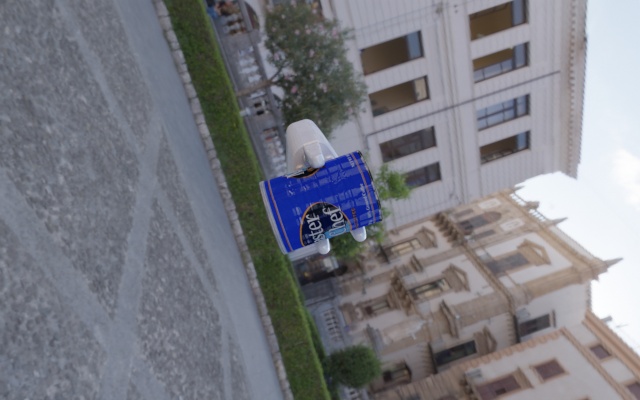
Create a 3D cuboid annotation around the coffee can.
[{"bbox_3d":[0.000,0.002,0.643,0.140,0.103,0.103,-19,1,-2],"label":"coffee can"}]
